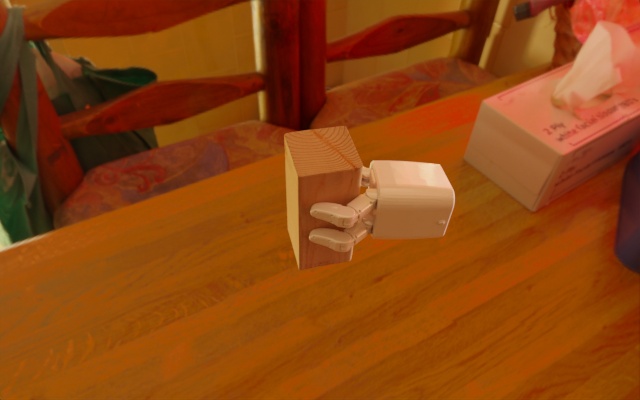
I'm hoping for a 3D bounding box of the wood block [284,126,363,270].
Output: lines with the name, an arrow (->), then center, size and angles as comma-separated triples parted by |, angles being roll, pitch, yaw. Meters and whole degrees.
wood block -> 0.000, 0.002, 0.709 | 0.090, 0.090, 0.206 | -9, -42, -10
